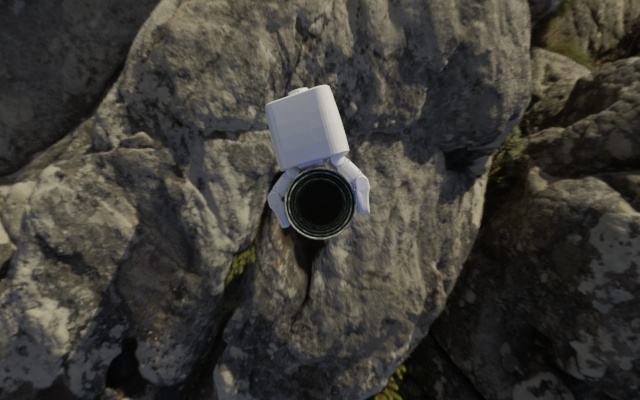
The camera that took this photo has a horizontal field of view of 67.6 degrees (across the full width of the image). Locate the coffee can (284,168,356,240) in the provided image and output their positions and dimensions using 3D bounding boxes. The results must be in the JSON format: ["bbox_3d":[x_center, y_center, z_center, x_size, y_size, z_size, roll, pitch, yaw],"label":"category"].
[{"bbox_3d":[0.000,0.003,0.739,0.103,0.103,0.140,0,2,0],"label":"coffee can"}]
